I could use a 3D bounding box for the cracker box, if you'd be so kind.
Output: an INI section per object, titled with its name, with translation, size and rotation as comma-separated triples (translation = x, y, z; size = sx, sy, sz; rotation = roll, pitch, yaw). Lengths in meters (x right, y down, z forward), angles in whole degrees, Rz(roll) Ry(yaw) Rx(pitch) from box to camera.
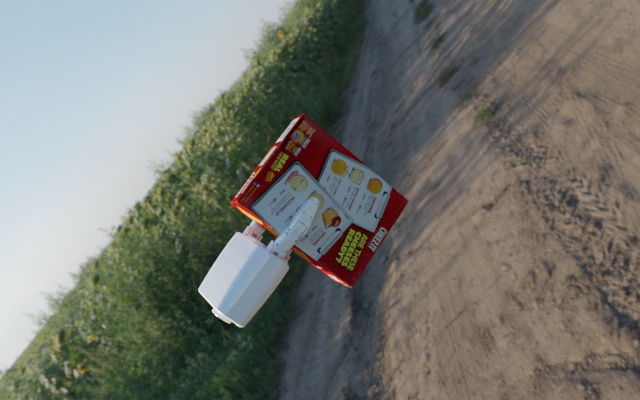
[cracker box]
translation = 0.000, 0.002, 0.721
size = 0.214, 0.164, 0.072
rotation = 38, -12, -15
